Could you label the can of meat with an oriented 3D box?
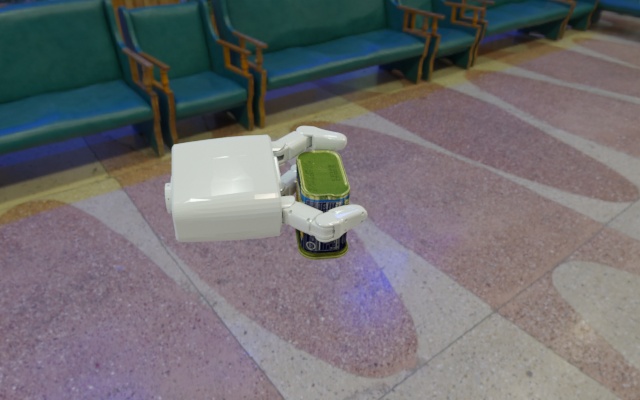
[{"bbox_3d":[0.000,0.002,0.540,0.057,0.084,0.102,-3,35,-7],"label":"can of meat"}]
